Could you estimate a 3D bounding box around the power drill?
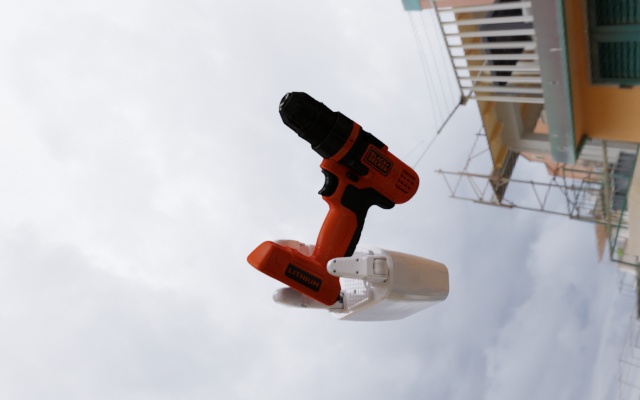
[{"bbox_3d":[0.000,0.002,0.508,0.184,0.187,0.057,32,-6,-20],"label":"power drill"}]
